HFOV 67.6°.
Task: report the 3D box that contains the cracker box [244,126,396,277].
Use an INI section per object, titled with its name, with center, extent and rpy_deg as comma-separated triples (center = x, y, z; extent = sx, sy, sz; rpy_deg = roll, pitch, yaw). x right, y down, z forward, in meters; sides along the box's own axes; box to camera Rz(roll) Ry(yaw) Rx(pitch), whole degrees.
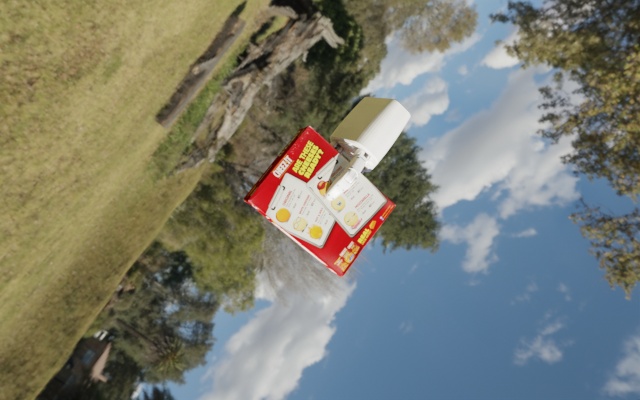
[cracker box]
center = 0.000, 0.003, 0.835
extent = 0.214, 0.164, 0.072
rpy_deg = 41, -11, -16
